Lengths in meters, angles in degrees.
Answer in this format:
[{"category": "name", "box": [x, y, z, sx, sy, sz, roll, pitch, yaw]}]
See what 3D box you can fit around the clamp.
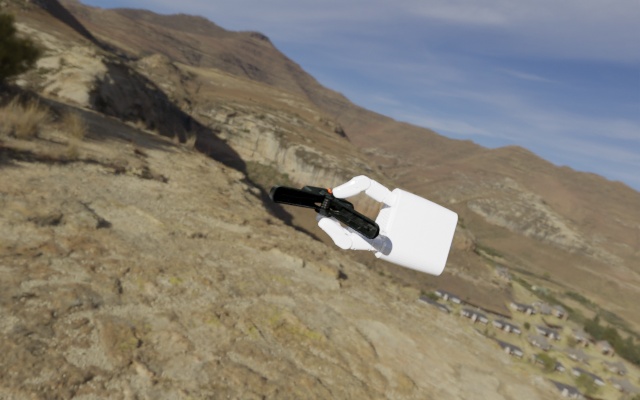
[{"category": "clamp", "box": [0.001, 0.002, 0.756, 0.164, 0.036, 0.210, 21, 7, -7]}]
